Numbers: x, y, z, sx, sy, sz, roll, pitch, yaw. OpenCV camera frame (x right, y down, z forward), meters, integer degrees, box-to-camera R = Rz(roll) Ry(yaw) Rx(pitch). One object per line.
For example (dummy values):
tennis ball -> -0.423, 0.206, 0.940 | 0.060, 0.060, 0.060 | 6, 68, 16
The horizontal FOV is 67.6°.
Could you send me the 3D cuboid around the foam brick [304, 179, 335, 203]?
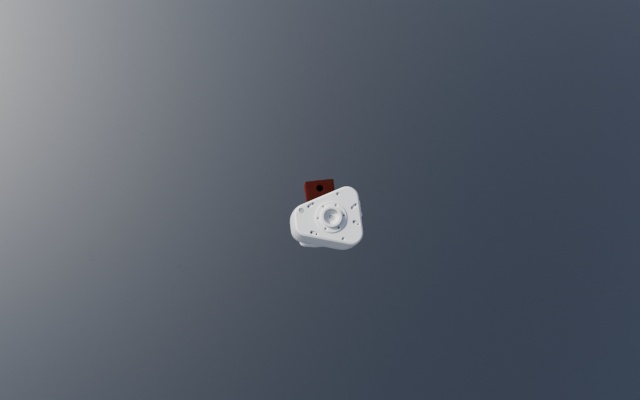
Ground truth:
foam brick -> 0.000, 0.003, 0.881 | 0.053, 0.078, 0.051 | -6, -8, -5
